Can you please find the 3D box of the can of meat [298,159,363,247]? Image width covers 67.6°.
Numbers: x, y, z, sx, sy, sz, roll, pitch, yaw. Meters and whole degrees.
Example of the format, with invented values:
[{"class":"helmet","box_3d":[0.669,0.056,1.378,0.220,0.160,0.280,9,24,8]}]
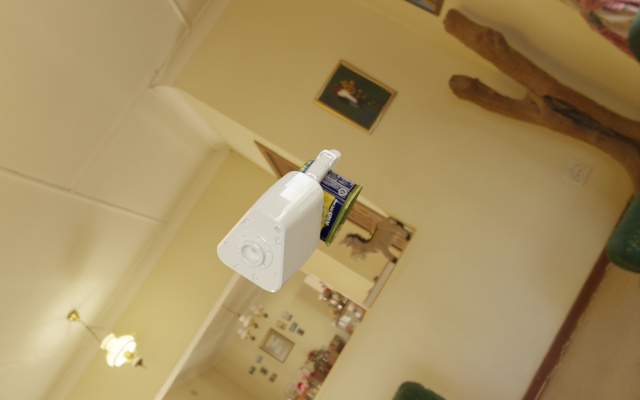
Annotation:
[{"class":"can of meat","box_3d":[0.000,0.002,0.681,0.084,0.102,0.057,31,37,8]}]
